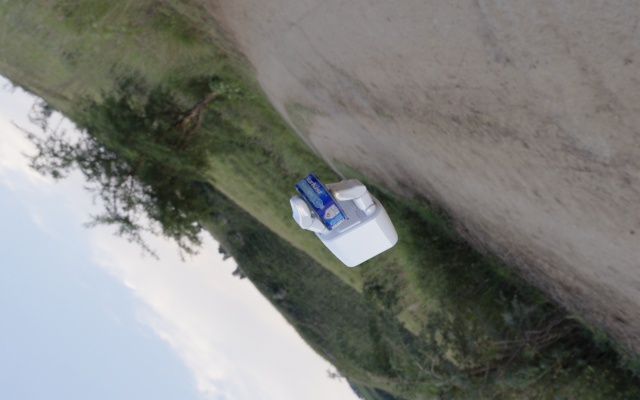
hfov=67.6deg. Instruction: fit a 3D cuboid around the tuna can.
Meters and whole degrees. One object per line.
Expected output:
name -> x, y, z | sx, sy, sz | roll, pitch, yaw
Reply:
tuna can -> 0.000, 0.003, 0.695 | 0.034, 0.086, 0.086 | -38, 2, -3
